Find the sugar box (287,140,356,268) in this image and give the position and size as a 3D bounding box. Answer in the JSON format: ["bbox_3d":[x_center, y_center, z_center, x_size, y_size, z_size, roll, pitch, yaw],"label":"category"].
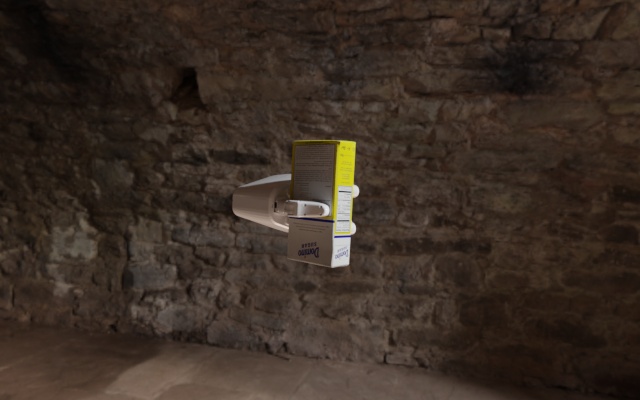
[{"bbox_3d":[0.000,0.002,0.691,0.093,0.176,0.048,5,5,43],"label":"sugar box"}]
